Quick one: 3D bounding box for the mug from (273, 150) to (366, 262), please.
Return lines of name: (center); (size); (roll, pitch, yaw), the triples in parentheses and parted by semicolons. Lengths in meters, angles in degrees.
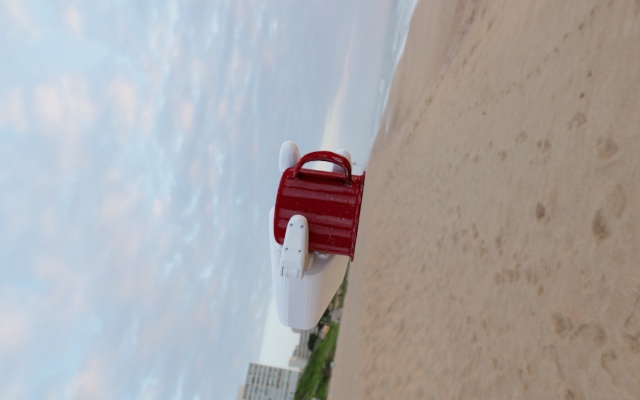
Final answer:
mug: (0.000, 0.001, 0.477); (0.081, 0.117, 0.093); (8, 42, 5)
